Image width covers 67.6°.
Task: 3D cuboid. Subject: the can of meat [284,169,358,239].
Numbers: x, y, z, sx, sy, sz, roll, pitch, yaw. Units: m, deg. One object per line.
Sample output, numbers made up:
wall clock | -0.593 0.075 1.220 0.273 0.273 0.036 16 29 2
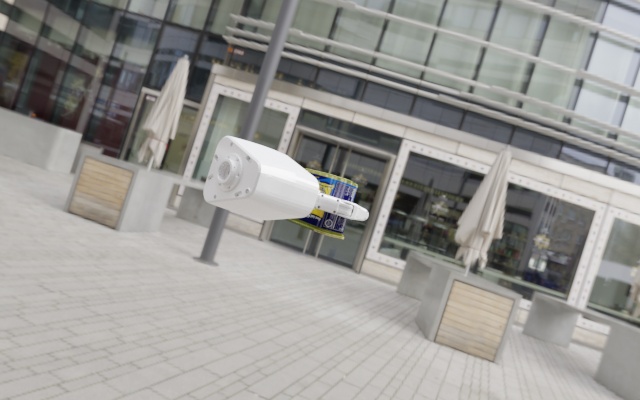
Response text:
can of meat | 0.000 0.002 0.709 0.057 0.084 0.102 17 0 -44
